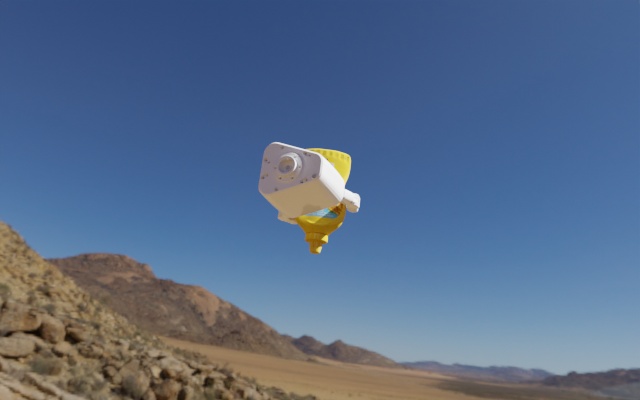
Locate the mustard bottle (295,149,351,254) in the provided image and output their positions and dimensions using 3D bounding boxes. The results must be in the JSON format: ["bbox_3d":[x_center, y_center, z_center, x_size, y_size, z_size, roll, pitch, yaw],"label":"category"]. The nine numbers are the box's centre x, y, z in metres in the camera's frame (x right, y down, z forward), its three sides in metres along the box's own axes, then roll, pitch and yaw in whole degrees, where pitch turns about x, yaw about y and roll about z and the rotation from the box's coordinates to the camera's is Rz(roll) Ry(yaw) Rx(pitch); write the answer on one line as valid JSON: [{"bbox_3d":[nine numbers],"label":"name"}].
[{"bbox_3d":[0.000,0.003,0.879,0.096,0.191,0.058,7,-18,-3],"label":"mustard bottle"}]
